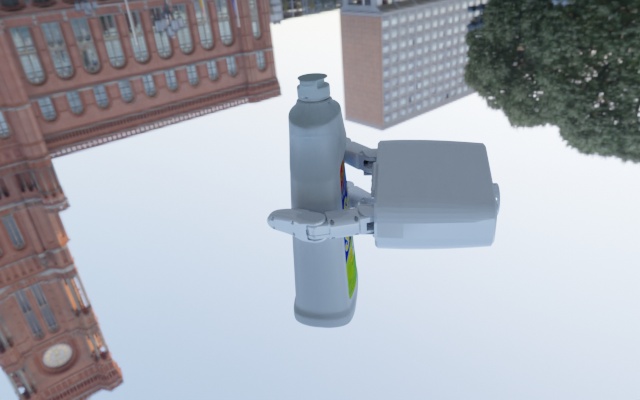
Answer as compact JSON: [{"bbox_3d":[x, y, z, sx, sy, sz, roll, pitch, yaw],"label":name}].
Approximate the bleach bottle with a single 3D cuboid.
[{"bbox_3d":[0.000,0.002,0.486,0.068,0.251,0.102,1,29,10],"label":"bleach bottle"}]
